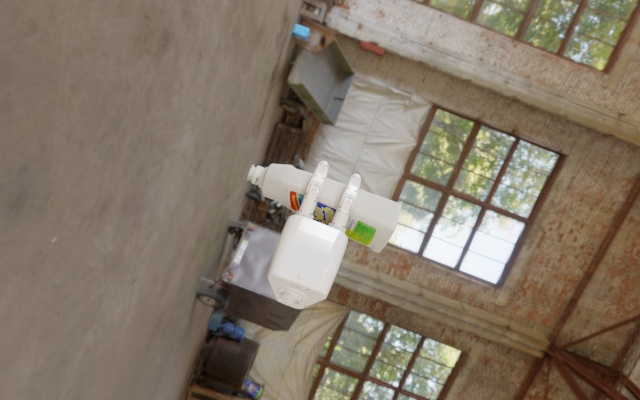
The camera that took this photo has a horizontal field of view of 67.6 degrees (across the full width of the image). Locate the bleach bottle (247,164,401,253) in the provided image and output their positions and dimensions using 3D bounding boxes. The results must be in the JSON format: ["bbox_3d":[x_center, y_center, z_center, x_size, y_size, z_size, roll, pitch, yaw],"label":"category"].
[{"bbox_3d":[0.000,0.003,0.793,0.251,0.068,0.103,21,-31,0],"label":"bleach bottle"}]
